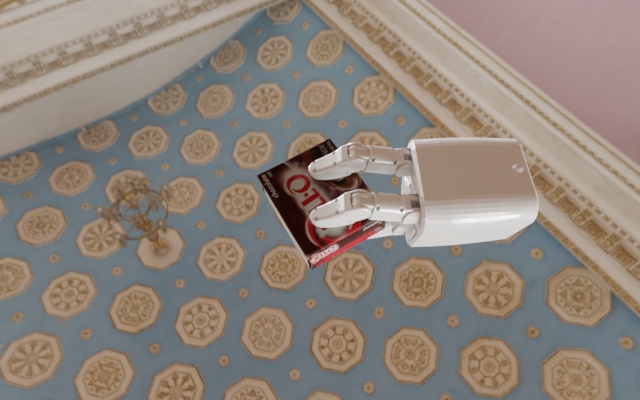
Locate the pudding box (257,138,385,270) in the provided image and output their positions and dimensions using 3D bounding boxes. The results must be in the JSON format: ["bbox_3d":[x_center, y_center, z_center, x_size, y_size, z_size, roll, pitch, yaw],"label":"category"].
[{"bbox_3d":[0.000,0.002,0.489,0.090,0.113,0.039,-28,-32,-12],"label":"pudding box"}]
